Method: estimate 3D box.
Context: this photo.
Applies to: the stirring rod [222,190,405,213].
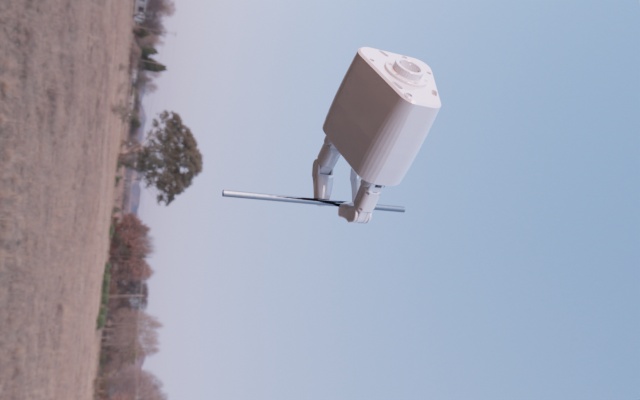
[{"bbox_3d":[0.000,0.002,0.586,0.239,0.011,0.011,5,-2,-23],"label":"stirring rod"}]
